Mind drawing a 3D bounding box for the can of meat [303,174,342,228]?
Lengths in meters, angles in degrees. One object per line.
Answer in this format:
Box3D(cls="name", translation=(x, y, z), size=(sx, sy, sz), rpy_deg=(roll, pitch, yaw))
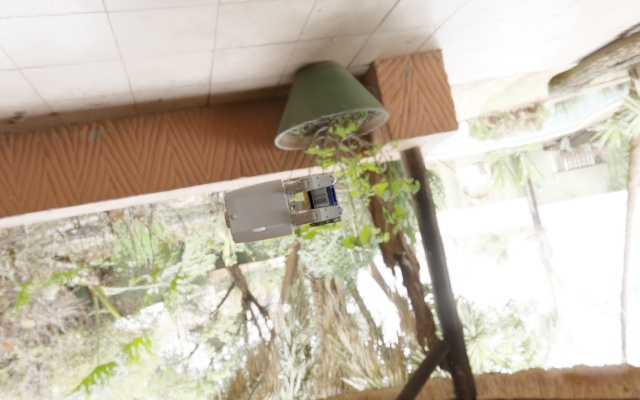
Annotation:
Box3D(cls="can of meat", translation=(0.000, 0.003, 0.857), size=(0.057, 0.084, 0.102), rpy_deg=(-11, -3, -6))
